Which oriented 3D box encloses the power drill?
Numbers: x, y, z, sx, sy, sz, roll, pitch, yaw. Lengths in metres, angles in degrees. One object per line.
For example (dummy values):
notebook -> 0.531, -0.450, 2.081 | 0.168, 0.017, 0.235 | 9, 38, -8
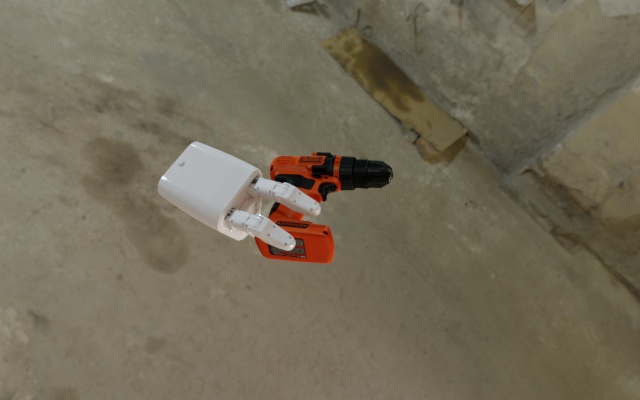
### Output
power drill -> 0.000, 0.002, 0.659 | 0.184, 0.057, 0.187 | 2, 38, 15
